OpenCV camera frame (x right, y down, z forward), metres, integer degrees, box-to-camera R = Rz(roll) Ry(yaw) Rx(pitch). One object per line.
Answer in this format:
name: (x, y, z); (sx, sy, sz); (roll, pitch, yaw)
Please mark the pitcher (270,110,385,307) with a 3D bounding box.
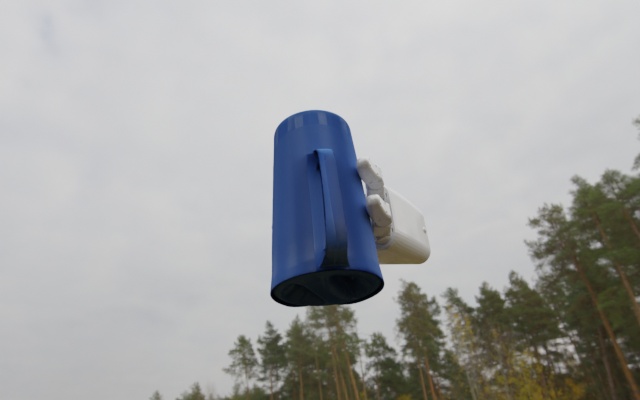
pitcher: (0.000, 0.002, 0.602); (0.149, 0.242, 0.145); (-27, -35, 32)
